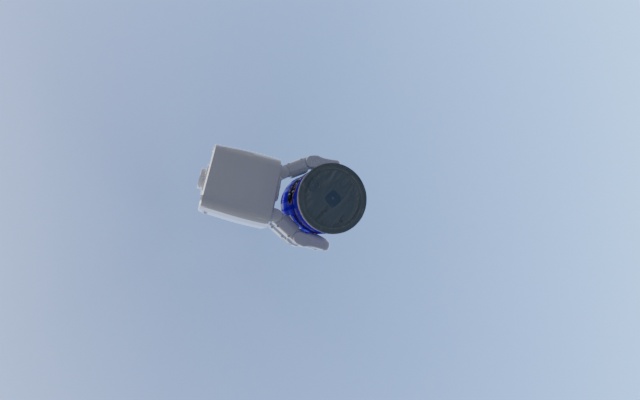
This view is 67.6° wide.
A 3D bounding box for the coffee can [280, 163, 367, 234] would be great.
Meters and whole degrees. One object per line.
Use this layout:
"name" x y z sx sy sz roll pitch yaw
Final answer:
"coffee can" 0.000 0.002 0.747 0.103 0.103 0.140 0 -5 -15
